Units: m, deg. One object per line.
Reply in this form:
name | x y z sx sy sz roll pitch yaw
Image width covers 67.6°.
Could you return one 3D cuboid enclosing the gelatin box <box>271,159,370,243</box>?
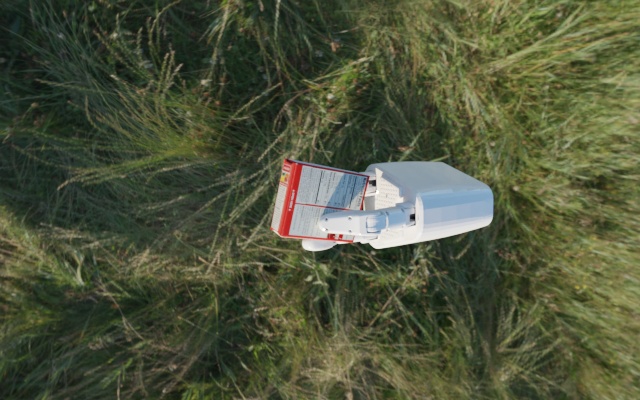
gelatin box | 0.000 0.002 0.481 0.089 0.073 0.030 7 9 -31
